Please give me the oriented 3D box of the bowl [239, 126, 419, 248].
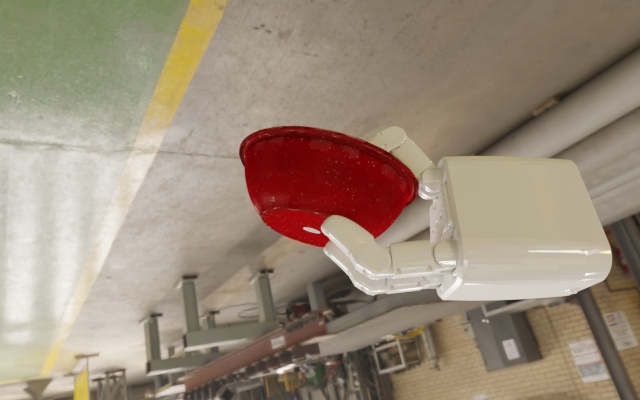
[{"bbox_3d":[-0.001,0.002,0.414,0.162,0.055,0.162,13,-21,5],"label":"bowl"}]
